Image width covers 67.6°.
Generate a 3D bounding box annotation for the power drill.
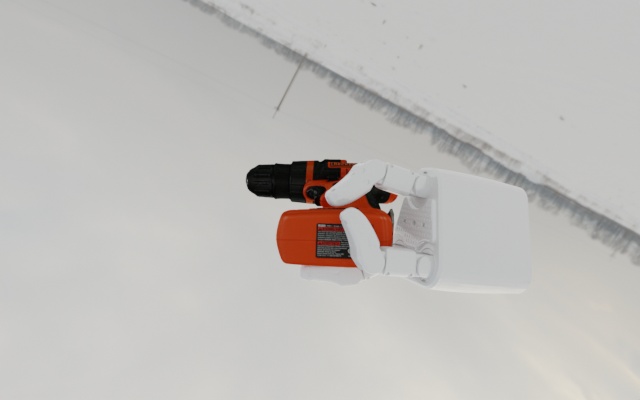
[{"bbox_3d":[0.000,0.002,0.510,0.184,0.057,0.187,0,23,2],"label":"power drill"}]
